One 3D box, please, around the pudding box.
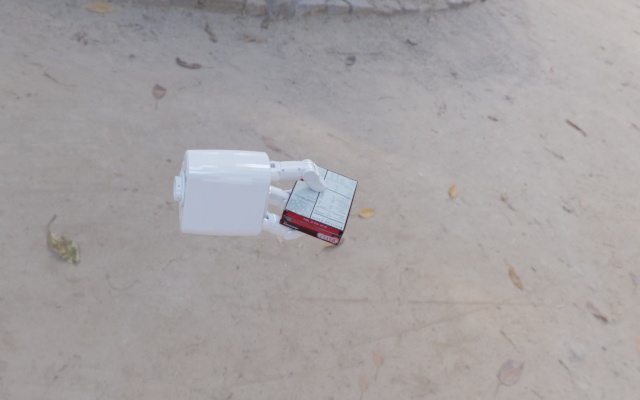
[{"bbox_3d":[0.000,0.002,0.695,0.090,0.113,0.039,22,-43,-2],"label":"pudding box"}]
